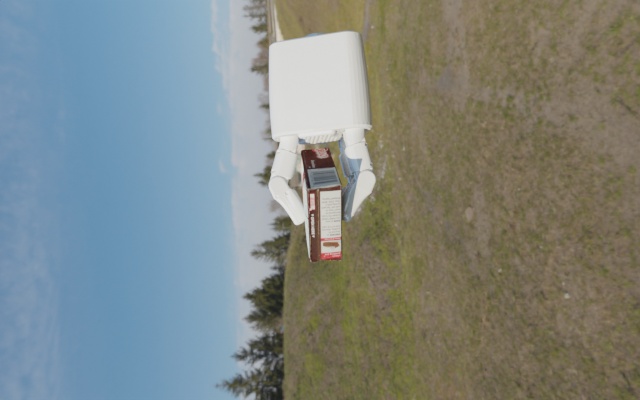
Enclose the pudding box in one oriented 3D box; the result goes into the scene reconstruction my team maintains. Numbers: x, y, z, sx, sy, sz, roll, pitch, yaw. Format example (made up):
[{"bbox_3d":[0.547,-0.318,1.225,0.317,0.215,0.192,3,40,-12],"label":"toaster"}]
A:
[{"bbox_3d":[0.000,0.002,0.534,0.039,0.090,0.113,-4,26,-2],"label":"pudding box"}]
